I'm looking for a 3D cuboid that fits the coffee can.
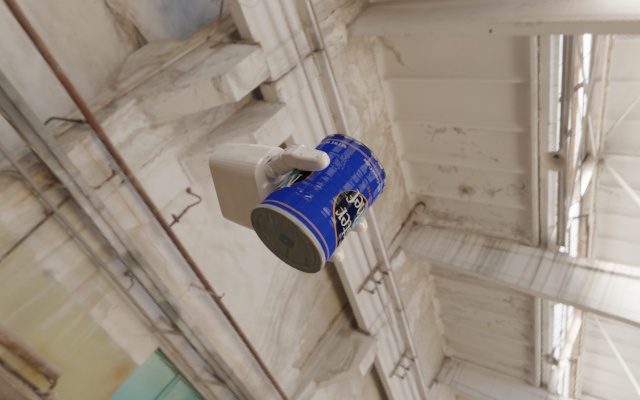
[{"bbox_3d":[0.000,0.002,0.573,0.103,0.103,0.140,0,40,49],"label":"coffee can"}]
